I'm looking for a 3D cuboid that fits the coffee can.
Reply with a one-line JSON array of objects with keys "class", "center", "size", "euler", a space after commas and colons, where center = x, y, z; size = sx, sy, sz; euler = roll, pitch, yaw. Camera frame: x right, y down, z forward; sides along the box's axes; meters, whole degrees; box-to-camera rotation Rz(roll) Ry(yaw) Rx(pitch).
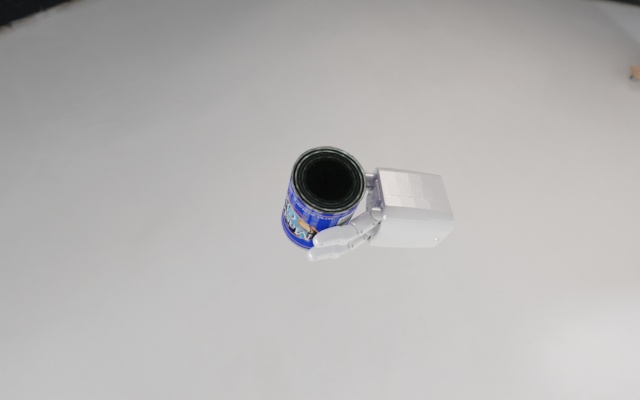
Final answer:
[{"class": "coffee can", "center": [0.000, 0.002, 0.689], "size": [0.103, 0.102, 0.140], "euler": [0, -26, -11]}]
